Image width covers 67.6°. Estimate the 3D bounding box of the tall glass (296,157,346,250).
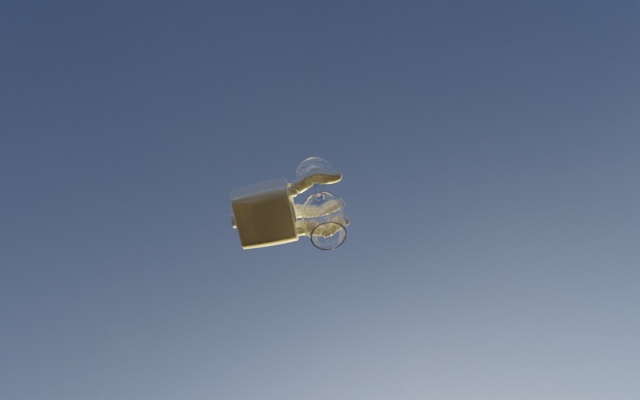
[{"bbox_3d":[0.000,0.002,0.880,0.079,0.079,0.201,0,35,-10],"label":"tall glass"}]
